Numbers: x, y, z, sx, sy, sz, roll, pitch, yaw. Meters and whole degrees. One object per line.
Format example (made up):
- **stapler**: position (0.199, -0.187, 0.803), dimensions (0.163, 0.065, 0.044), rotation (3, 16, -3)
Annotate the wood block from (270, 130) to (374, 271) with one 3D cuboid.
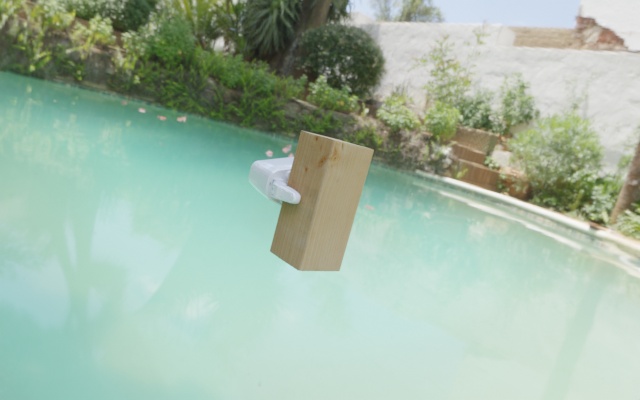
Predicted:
- **wood block**: position (0.000, 0.002, 0.771), dimensions (0.091, 0.206, 0.090), rotation (7, 11, -40)
